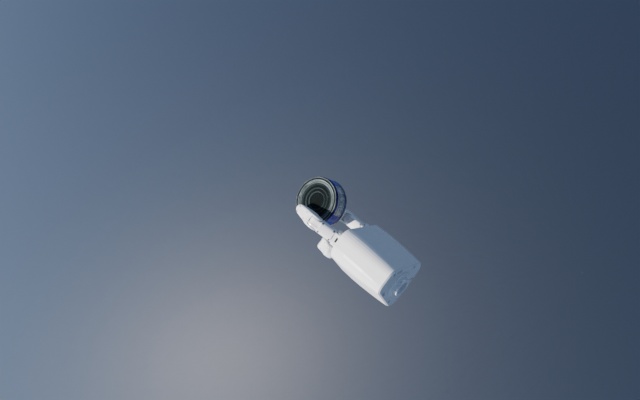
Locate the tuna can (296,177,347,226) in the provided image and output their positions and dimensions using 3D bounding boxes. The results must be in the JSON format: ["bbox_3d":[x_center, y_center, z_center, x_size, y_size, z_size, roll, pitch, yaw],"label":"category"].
[{"bbox_3d":[0.000,0.003,0.827,0.086,0.086,0.034,0,-10,33],"label":"tuna can"}]
